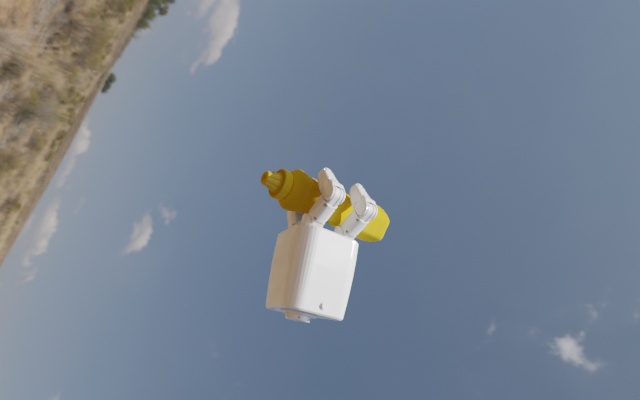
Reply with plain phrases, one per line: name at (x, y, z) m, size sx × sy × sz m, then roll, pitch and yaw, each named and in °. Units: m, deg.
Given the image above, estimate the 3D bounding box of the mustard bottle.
mustard bottle at (0.000, 0.002, 0.669) m, size 0.192 × 0.058 × 0.096 m, roll 23°, pitch 4°, yaw -33°
